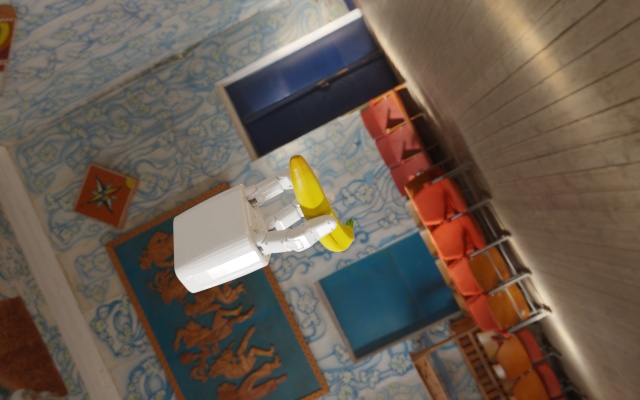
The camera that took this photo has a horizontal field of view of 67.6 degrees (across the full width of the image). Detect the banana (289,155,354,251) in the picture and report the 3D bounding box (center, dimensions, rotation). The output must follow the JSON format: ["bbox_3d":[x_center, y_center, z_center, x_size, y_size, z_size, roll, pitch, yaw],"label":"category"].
[{"bbox_3d":[0.005,0.019,0.610,0.037,0.069,0.198,-20,-33,12],"label":"banana"}]
